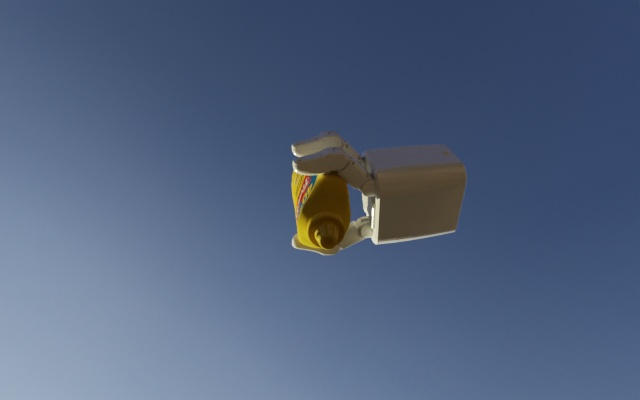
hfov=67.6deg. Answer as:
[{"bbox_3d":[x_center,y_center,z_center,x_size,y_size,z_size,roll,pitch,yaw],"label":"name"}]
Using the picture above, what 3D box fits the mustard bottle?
[{"bbox_3d":[0.000,0.002,0.574,0.058,0.096,0.191,15,23,-13],"label":"mustard bottle"}]
